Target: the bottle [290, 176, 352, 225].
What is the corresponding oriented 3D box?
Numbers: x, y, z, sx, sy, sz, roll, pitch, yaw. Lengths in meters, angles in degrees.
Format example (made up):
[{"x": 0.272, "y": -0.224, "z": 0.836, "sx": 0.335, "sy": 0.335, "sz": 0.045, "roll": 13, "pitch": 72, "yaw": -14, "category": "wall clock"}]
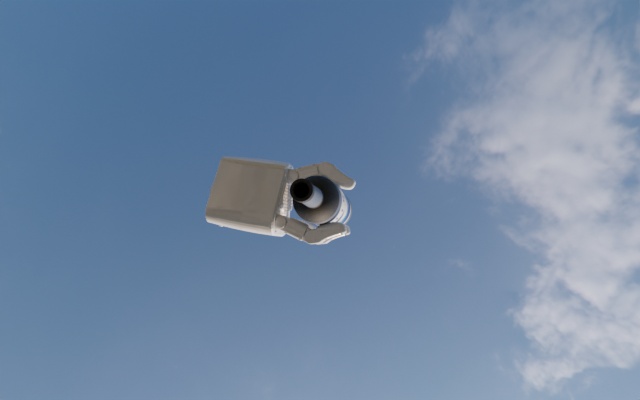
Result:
[{"x": 0.000, "y": 0.002, "z": 0.692, "sx": 0.069, "sy": 0.069, "sz": 0.296, "roll": 0, "pitch": -6, "yaw": 9, "category": "bottle"}]
